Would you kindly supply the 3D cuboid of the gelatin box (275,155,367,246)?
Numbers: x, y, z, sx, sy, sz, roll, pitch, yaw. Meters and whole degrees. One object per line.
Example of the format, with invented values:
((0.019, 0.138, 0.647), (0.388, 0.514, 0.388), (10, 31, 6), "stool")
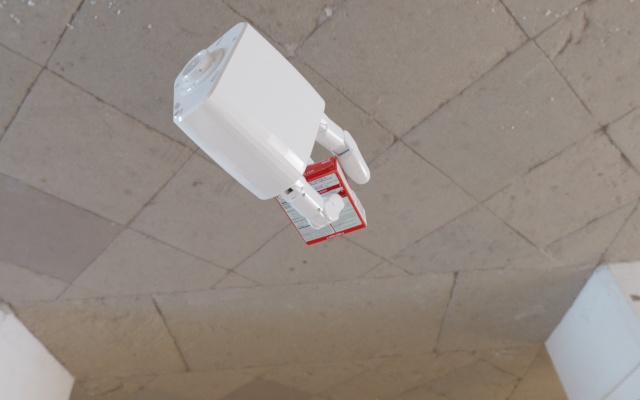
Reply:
((0.000, 0.002, 0.515), (0.073, 0.089, 0.030), (-19, 37, 15), "gelatin box")
